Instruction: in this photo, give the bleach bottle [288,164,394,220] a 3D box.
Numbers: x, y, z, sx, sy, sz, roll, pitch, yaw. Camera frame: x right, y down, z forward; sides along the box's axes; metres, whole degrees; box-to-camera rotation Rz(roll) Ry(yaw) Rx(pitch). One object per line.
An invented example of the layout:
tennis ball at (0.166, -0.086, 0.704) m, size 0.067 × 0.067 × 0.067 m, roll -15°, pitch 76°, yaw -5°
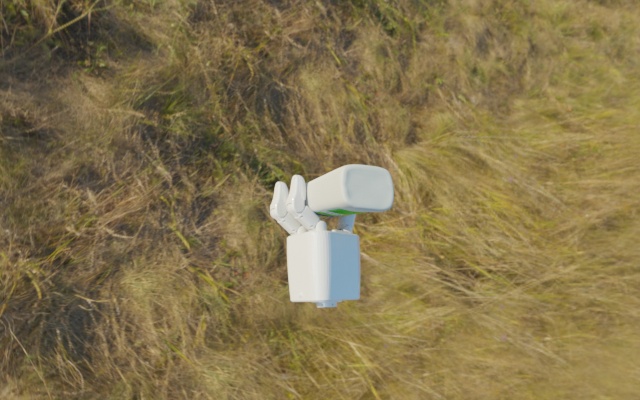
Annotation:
bleach bottle at (0.000, 0.003, 0.786) m, size 0.102 × 0.068 × 0.251 m, roll 5°, pitch -13°, yaw -33°
